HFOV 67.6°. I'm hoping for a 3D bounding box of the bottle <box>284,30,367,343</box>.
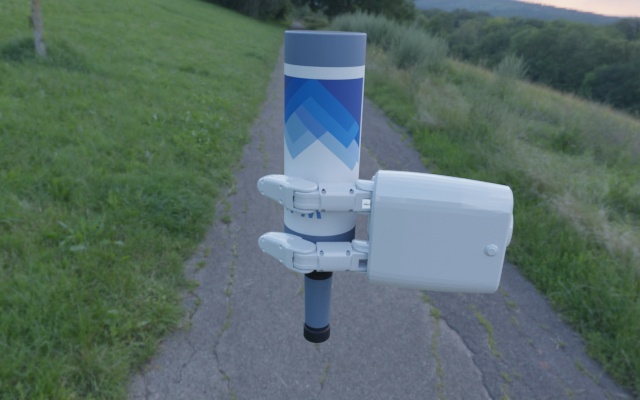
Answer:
[{"bbox_3d":[0.000,0.001,0.438,0.069,0.296,0.069,1,21,-1],"label":"bottle"}]
